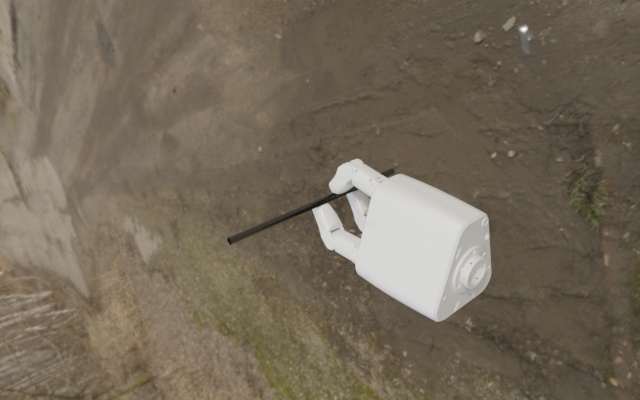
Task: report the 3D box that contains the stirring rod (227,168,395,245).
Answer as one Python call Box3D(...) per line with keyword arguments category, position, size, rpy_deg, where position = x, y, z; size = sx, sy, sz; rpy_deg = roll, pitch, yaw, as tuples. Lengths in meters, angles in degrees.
Box3D(category="stirring rod", position=(0.000, 0.002, 0.551), size=(0.239, 0.011, 0.011), rpy_deg=(-23, 13, -33))
